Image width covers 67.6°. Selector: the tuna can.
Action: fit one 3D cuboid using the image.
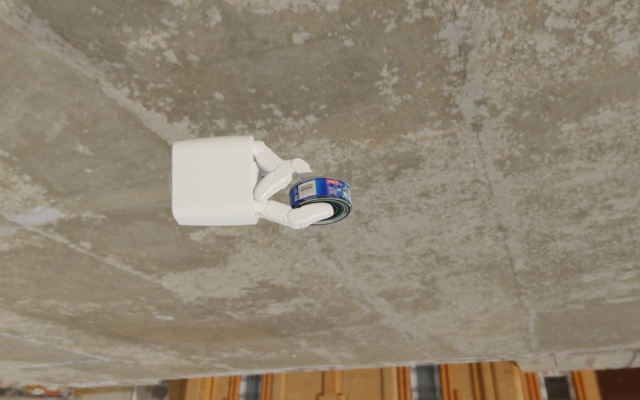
[{"bbox_3d":[0.000,0.003,0.659,0.086,0.033,0.086,-5,-28,-2],"label":"tuna can"}]
